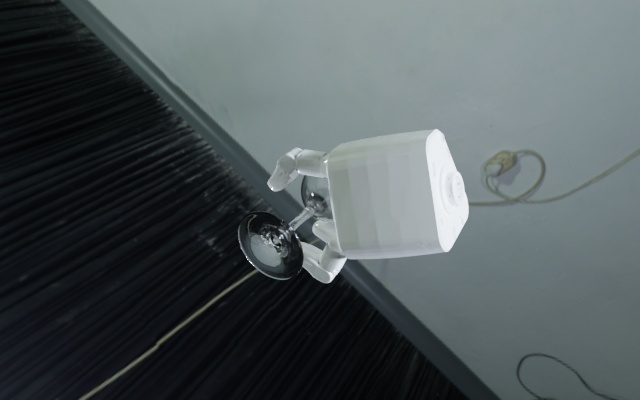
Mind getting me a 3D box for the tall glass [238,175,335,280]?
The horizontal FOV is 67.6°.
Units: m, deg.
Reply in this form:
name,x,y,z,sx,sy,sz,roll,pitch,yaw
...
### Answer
name,x,y,z,sx,sy,sz,roll,pitch,yaw
tall glass,0.000,0.002,0.528,0.079,0.079,0.201,0,25,32
